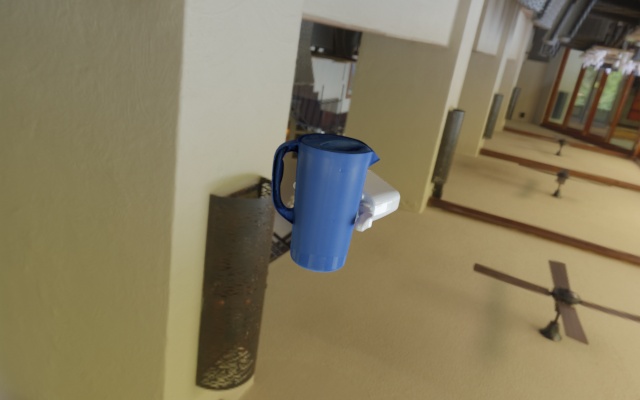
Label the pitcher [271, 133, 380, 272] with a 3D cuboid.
[{"bbox_3d":[0.000,0.003,0.878,0.149,0.243,0.145,23,24,32],"label":"pitcher"}]
